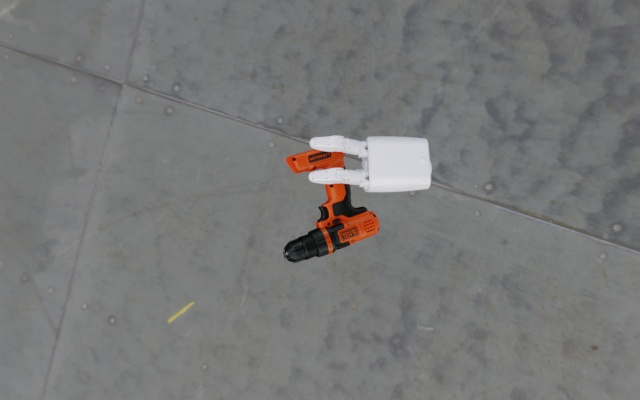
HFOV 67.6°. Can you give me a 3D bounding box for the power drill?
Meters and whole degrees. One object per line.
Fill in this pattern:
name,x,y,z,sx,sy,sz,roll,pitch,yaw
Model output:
power drill,0.000,0.002,0.850,0.184,0.187,0.057,-19,7,-17
